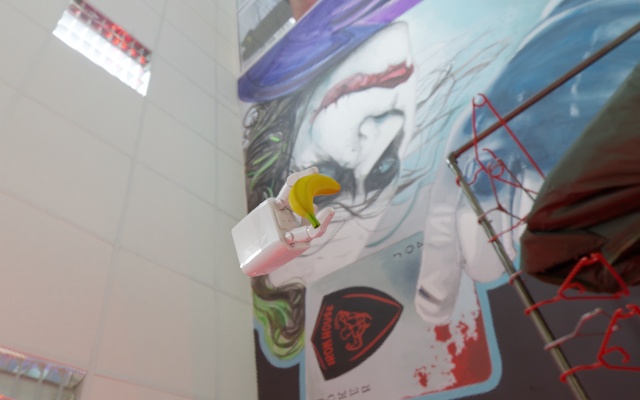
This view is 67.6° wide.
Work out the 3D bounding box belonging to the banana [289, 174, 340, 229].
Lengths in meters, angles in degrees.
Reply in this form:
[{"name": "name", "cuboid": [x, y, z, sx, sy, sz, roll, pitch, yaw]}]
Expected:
[{"name": "banana", "cuboid": [-0.012, -0.011, 0.785, 0.037, 0.069, 0.197, -36, 8, 22]}]
